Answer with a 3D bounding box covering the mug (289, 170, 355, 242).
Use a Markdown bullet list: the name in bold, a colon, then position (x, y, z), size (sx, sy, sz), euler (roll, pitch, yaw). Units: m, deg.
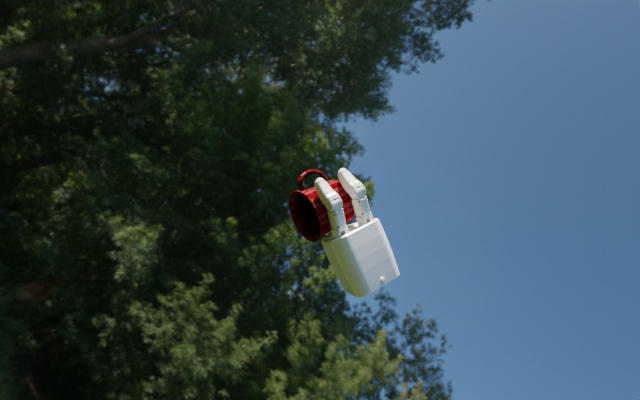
- **mug**: position (0.000, 0.001, 0.825), size (0.081, 0.117, 0.093), euler (-24, 2, -30)
